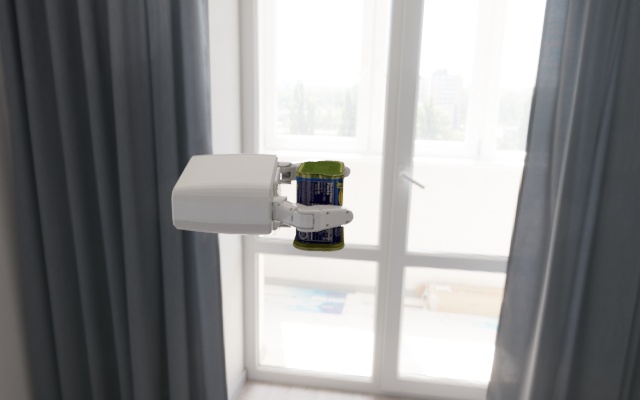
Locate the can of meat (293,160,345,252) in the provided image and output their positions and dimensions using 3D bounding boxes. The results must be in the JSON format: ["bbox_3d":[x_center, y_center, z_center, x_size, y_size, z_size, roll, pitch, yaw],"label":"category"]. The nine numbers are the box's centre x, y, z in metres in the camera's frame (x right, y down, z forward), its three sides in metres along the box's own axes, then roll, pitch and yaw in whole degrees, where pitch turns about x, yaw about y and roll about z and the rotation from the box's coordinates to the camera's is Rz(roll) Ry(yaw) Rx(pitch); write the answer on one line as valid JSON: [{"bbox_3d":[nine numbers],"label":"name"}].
[{"bbox_3d":[0.000,0.001,0.545,0.057,0.084,0.102,2,13,2],"label":"can of meat"}]
